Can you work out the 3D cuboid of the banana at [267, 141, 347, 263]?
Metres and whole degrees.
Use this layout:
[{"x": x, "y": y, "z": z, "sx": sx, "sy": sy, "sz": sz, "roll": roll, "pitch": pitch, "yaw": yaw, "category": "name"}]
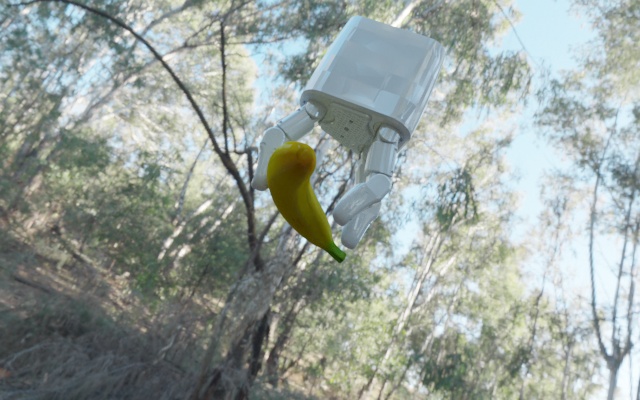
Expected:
[{"x": -0.015, "y": -0.004, "z": 0.427, "sx": 0.069, "sy": 0.037, "sz": 0.198, "roll": 24, "pitch": -19, "yaw": 22, "category": "banana"}]
